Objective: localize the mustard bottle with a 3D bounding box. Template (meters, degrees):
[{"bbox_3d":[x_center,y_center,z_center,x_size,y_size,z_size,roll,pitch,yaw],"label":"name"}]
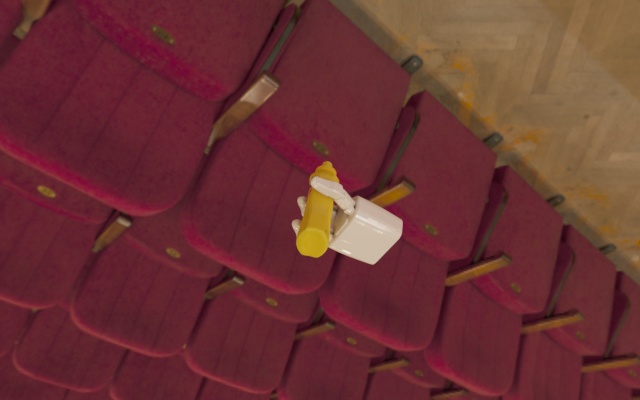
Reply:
[{"bbox_3d":[0.000,0.003,0.893,0.058,0.191,0.096,11,-36,1],"label":"mustard bottle"}]
